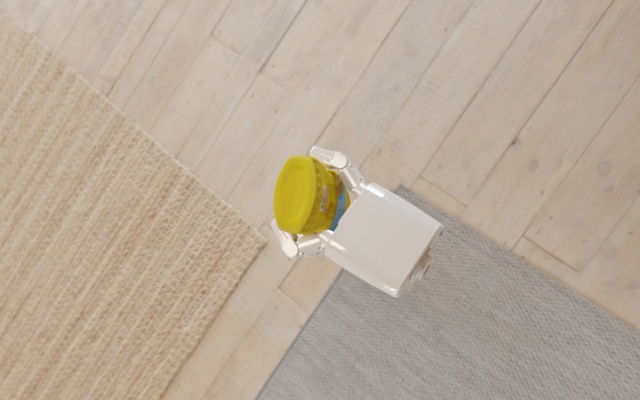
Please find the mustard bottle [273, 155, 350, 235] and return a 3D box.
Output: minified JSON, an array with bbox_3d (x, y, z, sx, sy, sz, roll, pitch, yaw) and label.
[{"bbox_3d":[0.000,0.002,0.658,0.058,0.096,0.191,5,-5,20],"label":"mustard bottle"}]
